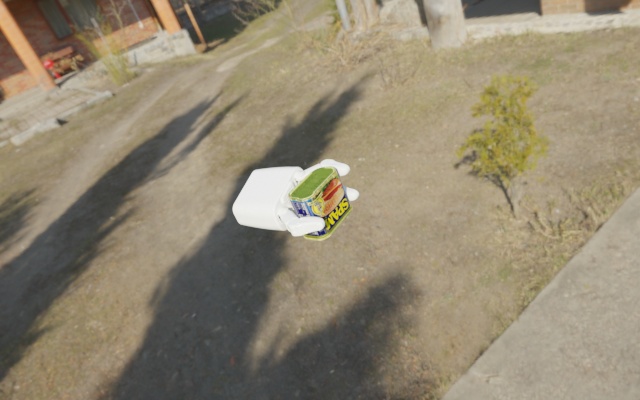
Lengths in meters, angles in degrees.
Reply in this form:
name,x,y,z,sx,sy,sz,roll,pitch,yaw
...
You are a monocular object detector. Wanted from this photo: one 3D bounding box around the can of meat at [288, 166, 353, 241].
name,x,y,z,sx,sy,sz,roll,pitch,yaw
can of meat,0.000,0.002,0.803,0.057,0.084,0.102,5,39,40
